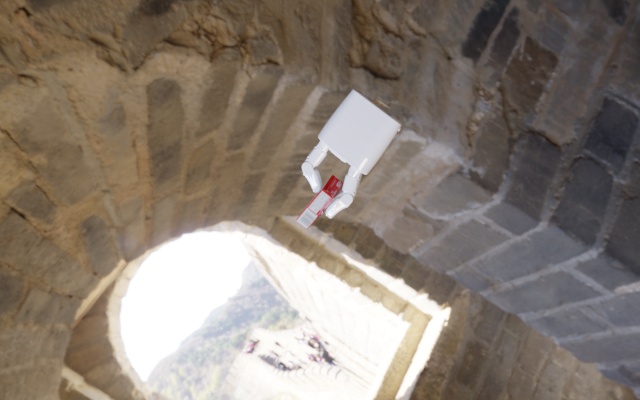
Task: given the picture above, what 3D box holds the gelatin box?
[{"bbox_3d":[0.000,0.003,0.885,0.030,0.089,0.073,40,28,-2],"label":"gelatin box"}]
